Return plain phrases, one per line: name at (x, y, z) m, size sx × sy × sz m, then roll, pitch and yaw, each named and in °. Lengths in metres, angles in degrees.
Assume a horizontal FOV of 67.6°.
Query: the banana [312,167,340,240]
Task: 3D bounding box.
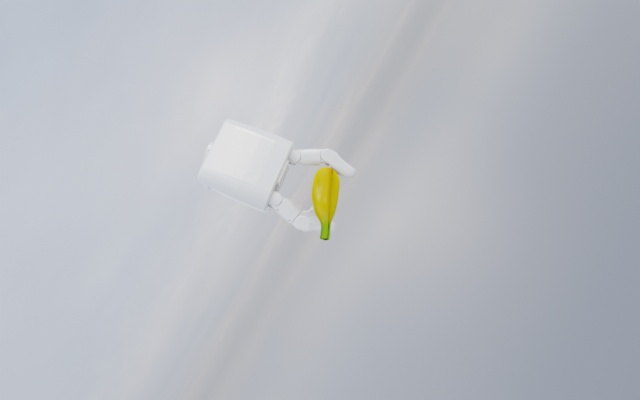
banana at (0.005, -0.014, 0.675) m, size 0.037 × 0.070 × 0.197 m, roll 15°, pitch 19°, yaw -3°
